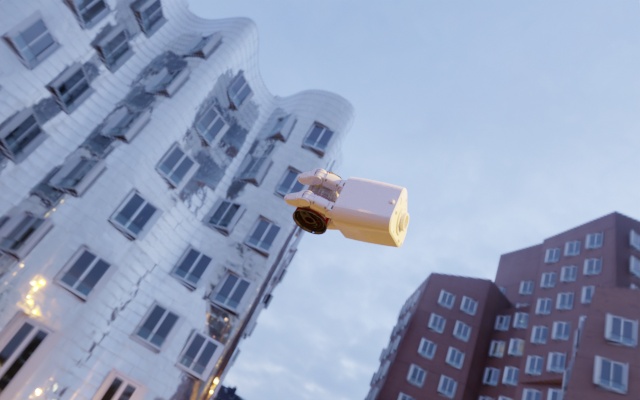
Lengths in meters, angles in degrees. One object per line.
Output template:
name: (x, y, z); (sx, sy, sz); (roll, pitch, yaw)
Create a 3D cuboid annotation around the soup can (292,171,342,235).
soup can: (0.000, 0.003, 0.886); (0.068, 0.102, 0.069); (19, -34, 14)
